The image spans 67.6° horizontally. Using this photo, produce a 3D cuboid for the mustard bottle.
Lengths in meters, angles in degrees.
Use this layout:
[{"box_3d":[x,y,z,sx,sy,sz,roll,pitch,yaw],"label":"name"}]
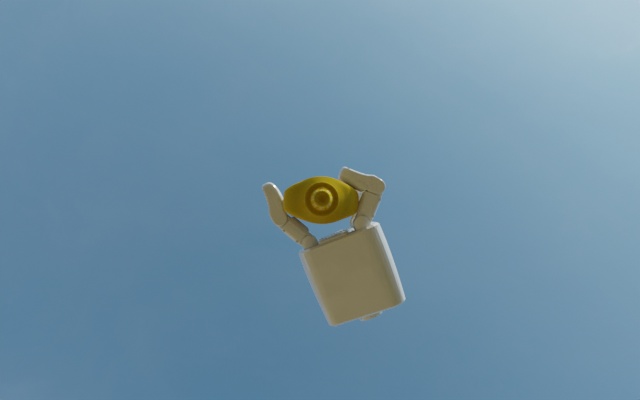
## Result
[{"box_3d":[0.000,0.002,0.624,0.096,0.058,0.191,3,-2,-1],"label":"mustard bottle"}]
